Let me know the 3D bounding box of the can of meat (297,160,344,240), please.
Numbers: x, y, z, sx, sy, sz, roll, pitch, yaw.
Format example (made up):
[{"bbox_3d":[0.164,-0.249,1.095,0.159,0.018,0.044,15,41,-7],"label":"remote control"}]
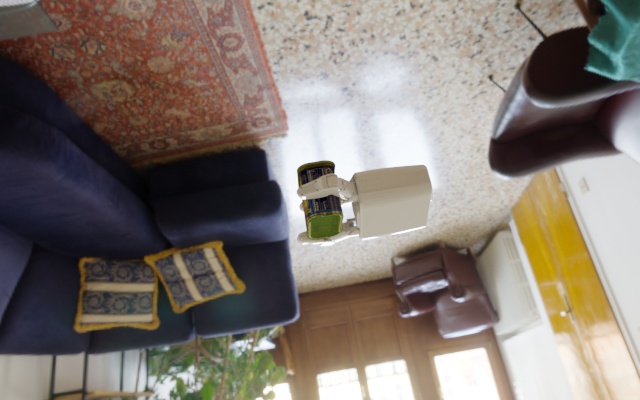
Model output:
[{"bbox_3d":[0.000,0.003,0.706,0.057,0.084,0.102,-9,-23,-4],"label":"can of meat"}]
